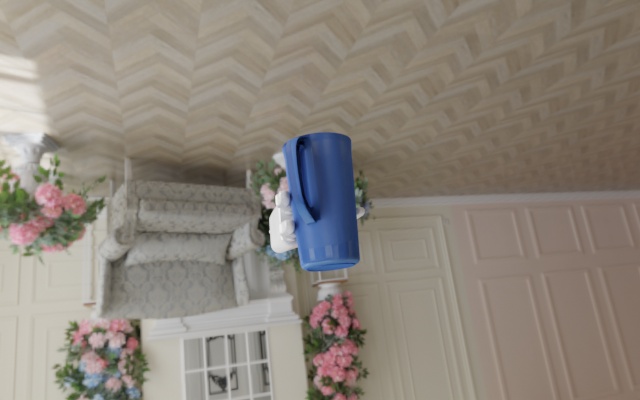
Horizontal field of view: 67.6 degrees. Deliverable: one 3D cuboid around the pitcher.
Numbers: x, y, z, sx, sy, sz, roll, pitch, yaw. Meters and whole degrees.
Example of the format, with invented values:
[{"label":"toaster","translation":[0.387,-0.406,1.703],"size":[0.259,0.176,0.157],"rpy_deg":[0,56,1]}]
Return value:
[{"label":"pitcher","translation":[0.000,0.003,0.879],"size":[0.149,0.242,0.145],"rpy_deg":[-1,-15,-20]}]
